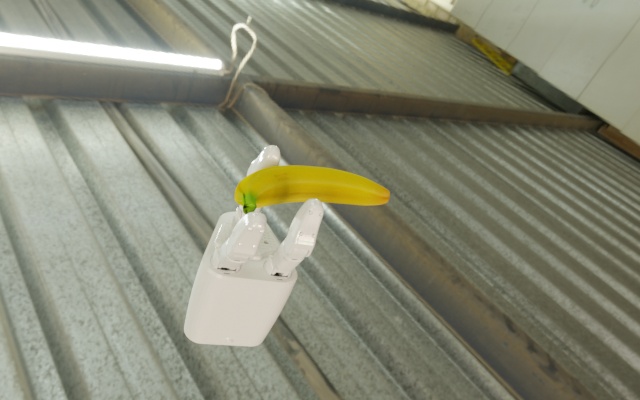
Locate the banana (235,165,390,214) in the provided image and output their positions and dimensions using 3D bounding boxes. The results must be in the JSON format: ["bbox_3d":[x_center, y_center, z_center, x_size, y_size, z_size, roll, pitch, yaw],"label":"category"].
[{"bbox_3d":[-0.013,-0.009,0.486,0.198,0.037,0.069,-6,41,-43],"label":"banana"}]
